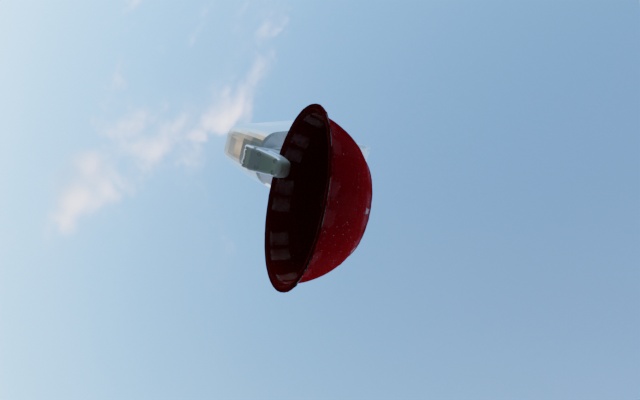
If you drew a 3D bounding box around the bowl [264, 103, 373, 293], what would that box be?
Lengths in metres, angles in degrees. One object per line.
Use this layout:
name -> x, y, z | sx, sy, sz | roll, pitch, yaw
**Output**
bowl -> 0.001, 0.002, 0.414 | 0.055, 0.162, 0.162 | 11, -4, -20
